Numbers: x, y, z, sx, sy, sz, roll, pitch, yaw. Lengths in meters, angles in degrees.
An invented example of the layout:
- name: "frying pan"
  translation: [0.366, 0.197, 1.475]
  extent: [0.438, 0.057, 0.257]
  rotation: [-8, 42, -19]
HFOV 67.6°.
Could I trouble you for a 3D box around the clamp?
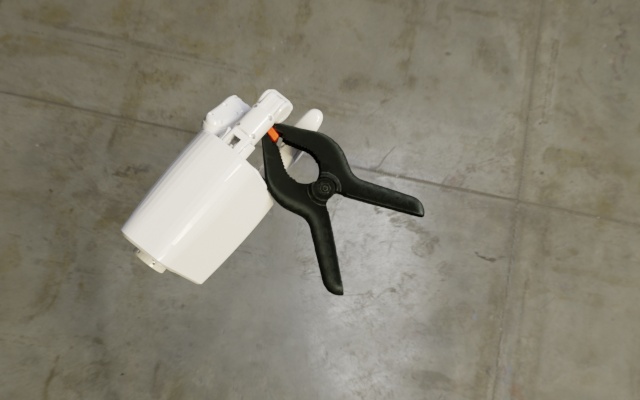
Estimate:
- name: "clamp"
  translation: [0.000, 0.001, 0.446]
  extent: [0.171, 0.120, 0.039]
  rotation: [38, -14, 1]
